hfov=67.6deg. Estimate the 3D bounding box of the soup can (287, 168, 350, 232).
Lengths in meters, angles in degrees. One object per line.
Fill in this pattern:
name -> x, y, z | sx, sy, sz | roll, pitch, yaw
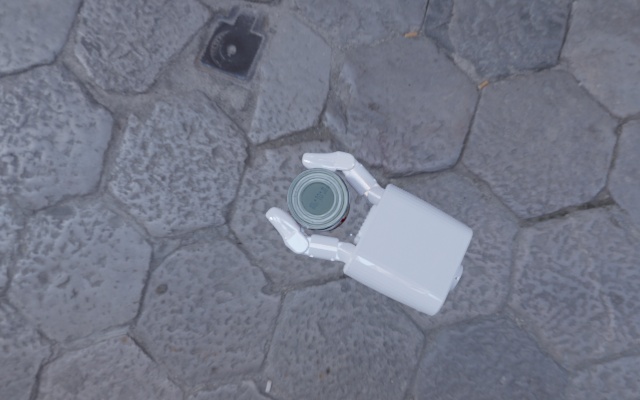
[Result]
soup can -> 0.000, 0.001, 0.547 | 0.068, 0.068, 0.102 | 0, -4, 4
